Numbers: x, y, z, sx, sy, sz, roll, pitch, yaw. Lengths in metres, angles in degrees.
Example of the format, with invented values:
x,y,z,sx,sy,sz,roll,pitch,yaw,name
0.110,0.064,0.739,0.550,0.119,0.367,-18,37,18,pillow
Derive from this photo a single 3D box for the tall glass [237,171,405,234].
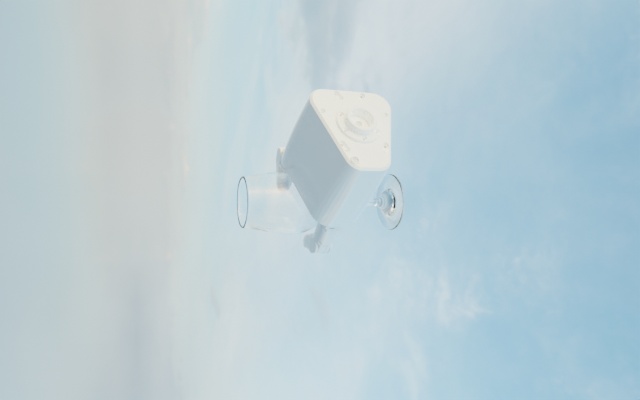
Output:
x,y,z,sx,sy,sz,roll,pitch,yaw,name
0.001,0.002,0.600,0.201,0.079,0.079,0,0,-21,tall glass
